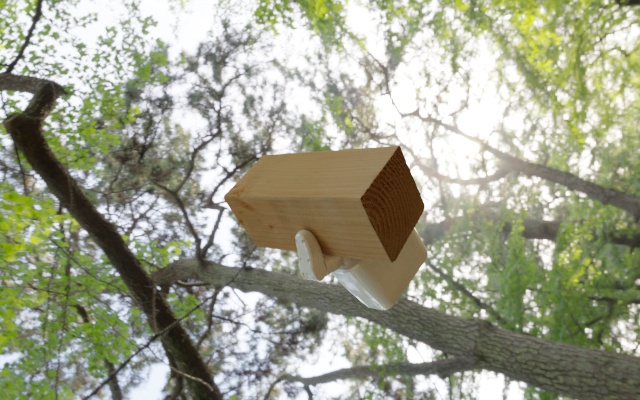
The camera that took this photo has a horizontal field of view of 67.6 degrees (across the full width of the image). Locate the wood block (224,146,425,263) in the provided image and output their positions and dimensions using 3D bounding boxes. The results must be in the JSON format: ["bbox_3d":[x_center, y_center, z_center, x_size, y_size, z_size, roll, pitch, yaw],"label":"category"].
[{"bbox_3d":[0.000,0.002,0.554,0.206,0.090,0.090,1,41,41],"label":"wood block"}]
